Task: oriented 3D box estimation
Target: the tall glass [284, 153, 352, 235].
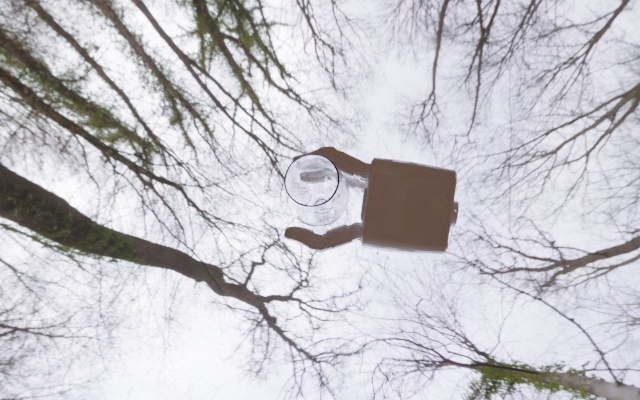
[{"bbox_3d":[0.000,0.002,0.617,0.079,0.079,0.201,0,-14,6],"label":"tall glass"}]
